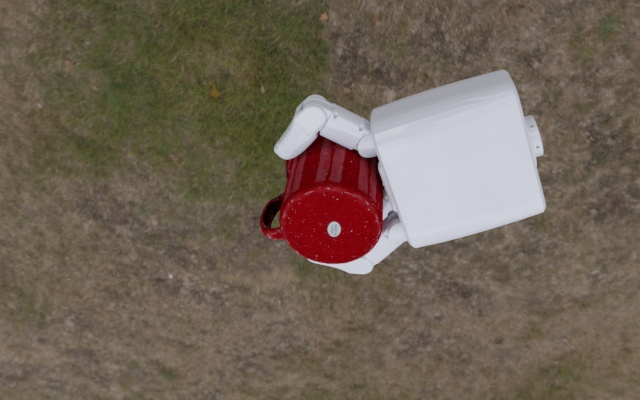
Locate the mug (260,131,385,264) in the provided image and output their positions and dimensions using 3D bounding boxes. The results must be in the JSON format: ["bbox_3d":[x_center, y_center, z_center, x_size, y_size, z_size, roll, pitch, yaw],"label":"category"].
[{"bbox_3d":[-0.001,0.002,0.402,0.117,0.093,0.081,-17,33,18],"label":"mug"}]
